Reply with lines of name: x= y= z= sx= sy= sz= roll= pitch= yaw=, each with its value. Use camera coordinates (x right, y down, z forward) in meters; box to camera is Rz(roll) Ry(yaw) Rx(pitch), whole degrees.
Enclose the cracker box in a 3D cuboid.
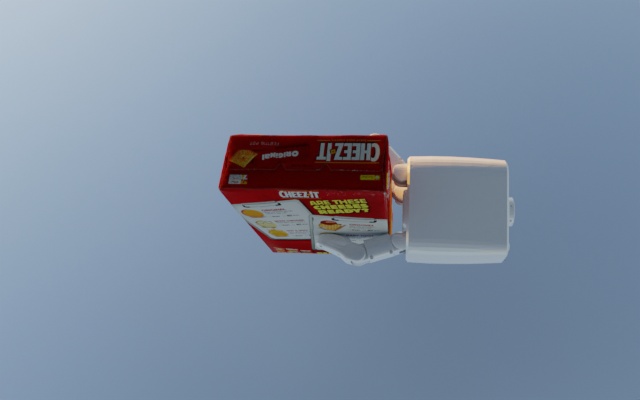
cracker box: x=0.000 y=0.002 z=0.553 sx=0.164 sy=0.072 sz=0.214 roll=1 pitch=-23 yaw=10
